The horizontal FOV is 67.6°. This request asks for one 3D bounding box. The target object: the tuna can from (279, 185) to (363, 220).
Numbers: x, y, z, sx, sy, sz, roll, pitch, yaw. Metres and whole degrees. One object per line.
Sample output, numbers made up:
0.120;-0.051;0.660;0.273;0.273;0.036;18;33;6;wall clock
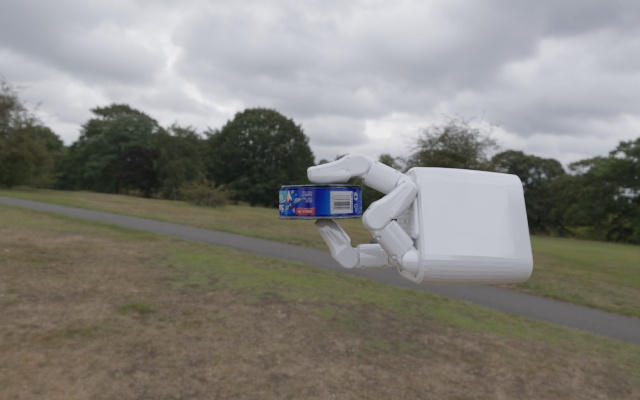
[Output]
0.000;0.001;0.490;0.086;0.034;0.086;-1;0;0;tuna can
